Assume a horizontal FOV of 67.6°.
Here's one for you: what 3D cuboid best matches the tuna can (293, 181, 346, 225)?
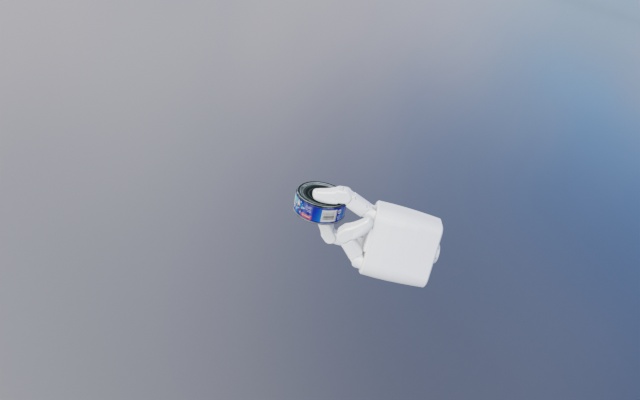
[{"bbox_3d":[0.000,0.002,0.771,0.086,0.034,0.086,9,29,-5],"label":"tuna can"}]
